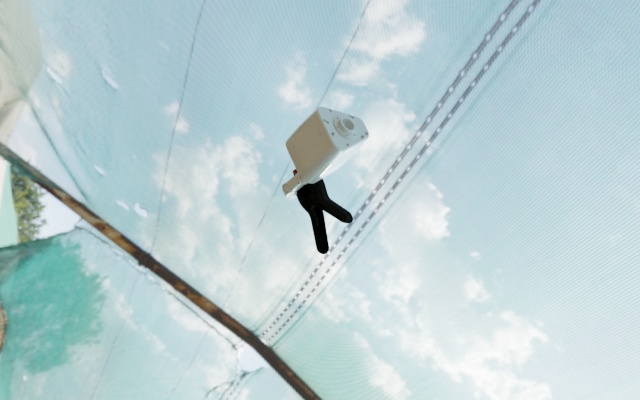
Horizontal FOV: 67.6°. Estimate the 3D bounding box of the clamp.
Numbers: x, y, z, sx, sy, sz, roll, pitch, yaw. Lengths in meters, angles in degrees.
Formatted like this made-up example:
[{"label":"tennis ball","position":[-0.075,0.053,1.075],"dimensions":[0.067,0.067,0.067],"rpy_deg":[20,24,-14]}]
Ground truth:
[{"label":"clamp","position":[0.000,0.003,0.889],"dimensions":[0.039,0.171,0.120],"rpy_deg":[-10,-22,-42]}]
